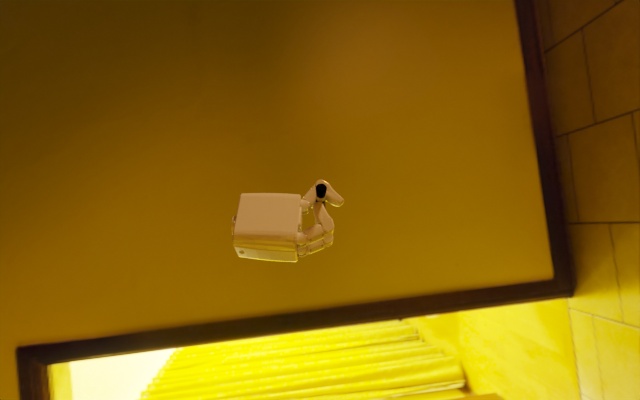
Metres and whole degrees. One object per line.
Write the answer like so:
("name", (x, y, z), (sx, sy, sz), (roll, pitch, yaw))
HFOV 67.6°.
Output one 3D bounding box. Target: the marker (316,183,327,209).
("marker", (0.000, 0.003, 0.834), (0.020, 0.020, 0.121), (0, -24, -1))
